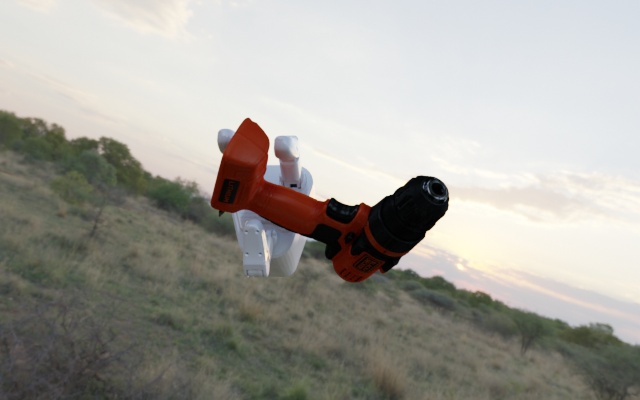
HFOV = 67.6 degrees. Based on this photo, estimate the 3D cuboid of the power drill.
[{"bbox_3d":[0.000,0.001,0.434,0.187,0.057,0.184,28,-34,-5],"label":"power drill"}]
